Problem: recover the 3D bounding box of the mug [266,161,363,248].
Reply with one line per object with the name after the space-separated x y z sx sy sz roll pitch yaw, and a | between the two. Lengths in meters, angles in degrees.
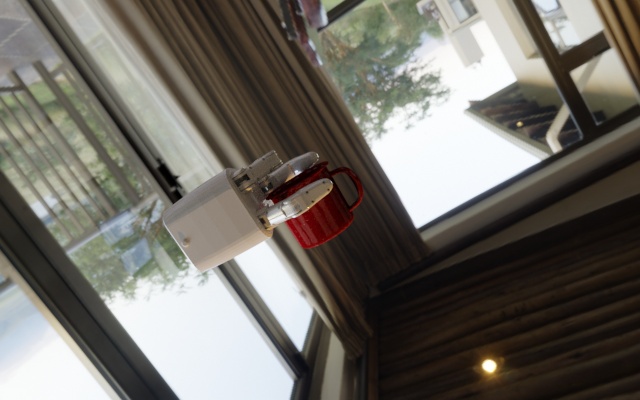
0.001 0.001 0.611 0.117 0.081 0.093 -28 10 15 | mug
